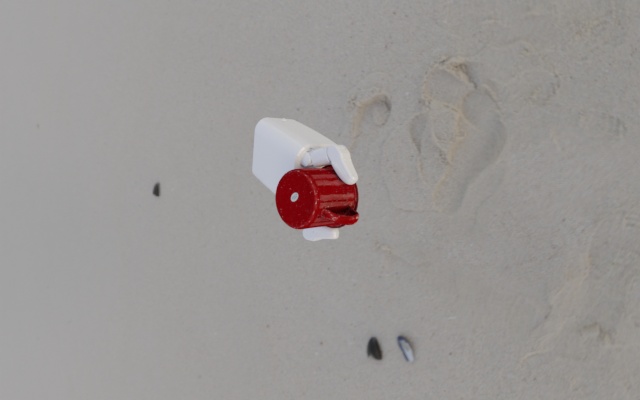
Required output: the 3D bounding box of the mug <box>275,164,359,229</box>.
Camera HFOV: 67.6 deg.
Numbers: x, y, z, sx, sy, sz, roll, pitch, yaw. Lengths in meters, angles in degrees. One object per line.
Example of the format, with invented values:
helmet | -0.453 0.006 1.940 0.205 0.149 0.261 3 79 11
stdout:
mug | 0.001 0.003 0.653 0.117 0.093 0.081 36 26 34
